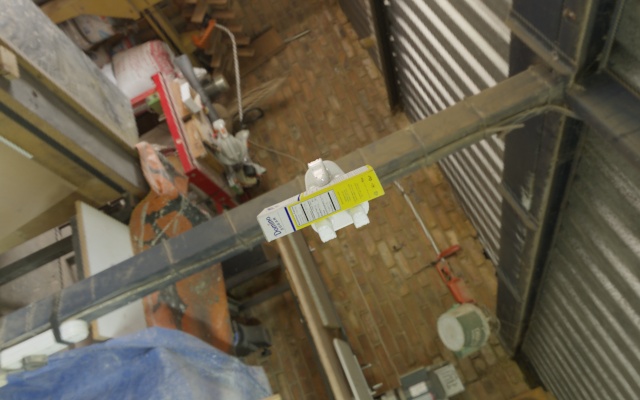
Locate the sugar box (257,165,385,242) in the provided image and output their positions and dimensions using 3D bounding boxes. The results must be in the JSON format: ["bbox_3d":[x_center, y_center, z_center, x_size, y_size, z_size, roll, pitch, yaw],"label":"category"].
[{"bbox_3d":[0.000,0.003,0.697,0.176,0.048,0.093,-25,6,4],"label":"sugar box"}]
